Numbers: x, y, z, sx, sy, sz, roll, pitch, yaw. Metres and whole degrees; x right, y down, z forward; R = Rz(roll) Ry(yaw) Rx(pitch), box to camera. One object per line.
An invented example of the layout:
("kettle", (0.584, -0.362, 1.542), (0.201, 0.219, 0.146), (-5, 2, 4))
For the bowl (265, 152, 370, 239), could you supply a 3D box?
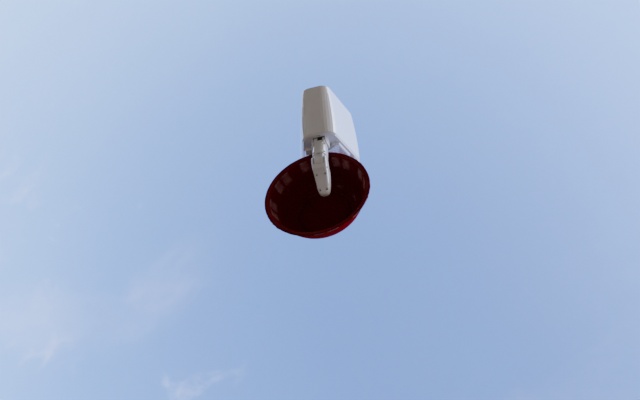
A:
("bowl", (0.000, 0.004, 0.723), (0.162, 0.162, 0.055), (0, -40, 19))
